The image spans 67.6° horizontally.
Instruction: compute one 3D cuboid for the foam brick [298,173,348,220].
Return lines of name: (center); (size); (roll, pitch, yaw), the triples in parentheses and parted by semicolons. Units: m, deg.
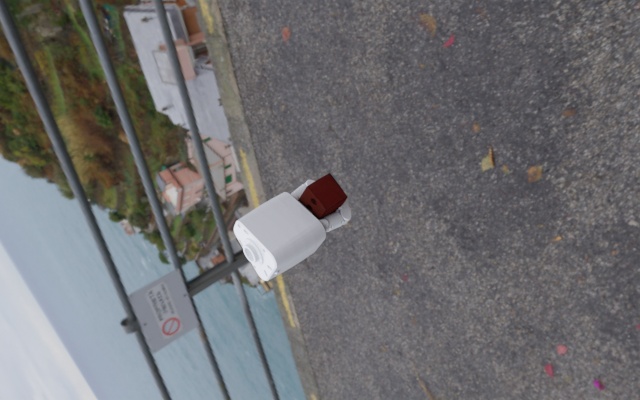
foam brick: (0.000, 0.002, 0.804); (0.051, 0.053, 0.078); (-30, -14, -32)
